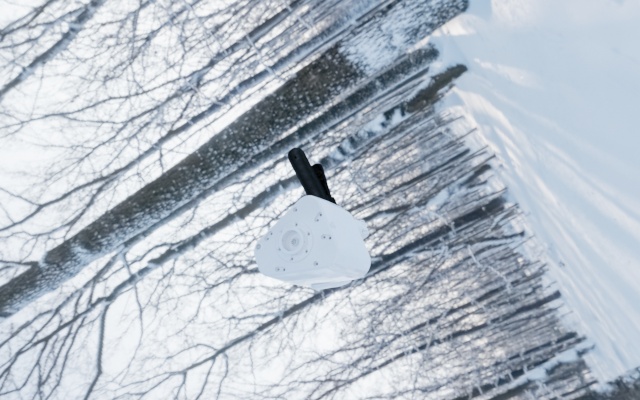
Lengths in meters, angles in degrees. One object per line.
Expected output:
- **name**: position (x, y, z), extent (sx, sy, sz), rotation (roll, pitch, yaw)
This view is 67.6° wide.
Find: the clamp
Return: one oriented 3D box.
- **clamp**: position (0.000, 0.003, 0.696), extent (0.039, 0.171, 0.120), rotation (-29, -23, 16)
